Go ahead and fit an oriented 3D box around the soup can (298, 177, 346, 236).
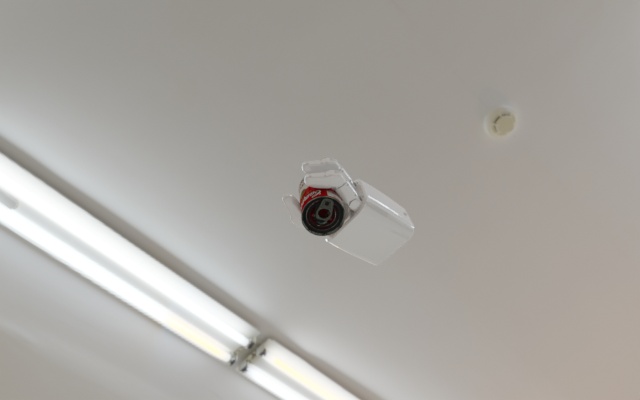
[{"bbox_3d":[0.000,0.002,0.767,0.068,0.068,0.102,0,26,-6],"label":"soup can"}]
